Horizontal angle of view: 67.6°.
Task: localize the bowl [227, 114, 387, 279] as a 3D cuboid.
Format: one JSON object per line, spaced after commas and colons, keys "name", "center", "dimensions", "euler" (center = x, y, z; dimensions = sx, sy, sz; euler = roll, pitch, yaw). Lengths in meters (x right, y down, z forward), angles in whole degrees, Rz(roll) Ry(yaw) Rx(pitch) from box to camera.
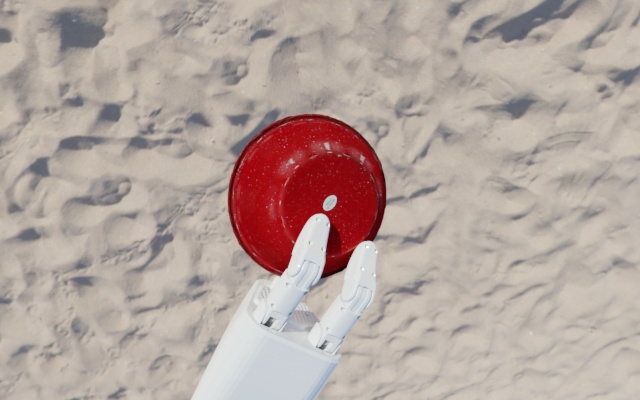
{"name": "bowl", "center": [0.001, 0.000, 0.436], "dimensions": [0.162, 0.162, 0.055], "euler": [0, 7, -20]}
